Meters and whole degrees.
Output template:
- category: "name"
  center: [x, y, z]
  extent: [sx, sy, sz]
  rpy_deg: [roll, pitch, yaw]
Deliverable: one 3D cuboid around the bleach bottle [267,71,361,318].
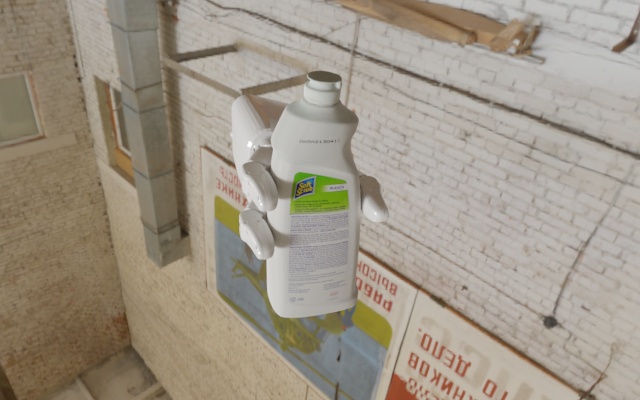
- category: "bleach bottle"
  center: [0.000, 0.002, 0.463]
  extent: [0.102, 0.251, 0.068]
  rpy_deg: [-6, 36, -18]
